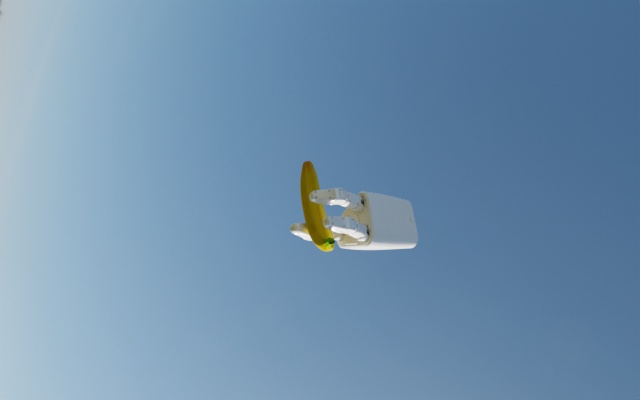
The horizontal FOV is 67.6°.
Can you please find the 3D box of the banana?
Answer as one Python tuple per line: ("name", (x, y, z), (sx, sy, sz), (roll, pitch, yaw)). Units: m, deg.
("banana", (-0.005, 0.018, 0.820), (0.037, 0.070, 0.197), (3, 44, -23))
